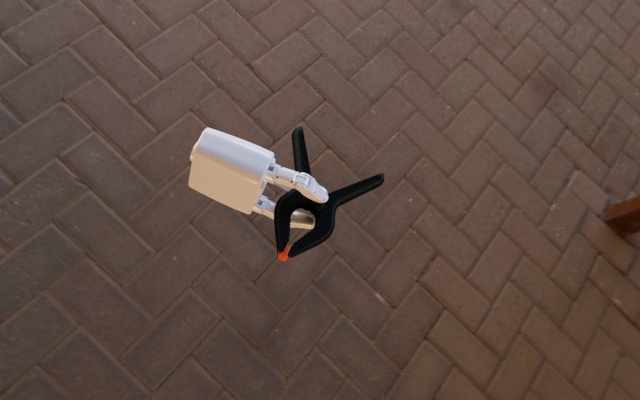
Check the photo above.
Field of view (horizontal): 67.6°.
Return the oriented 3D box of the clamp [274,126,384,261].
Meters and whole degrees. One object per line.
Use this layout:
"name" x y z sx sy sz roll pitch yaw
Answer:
"clamp" 0.000 0.003 0.731 0.164 0.210 0.036 23 -22 -3
